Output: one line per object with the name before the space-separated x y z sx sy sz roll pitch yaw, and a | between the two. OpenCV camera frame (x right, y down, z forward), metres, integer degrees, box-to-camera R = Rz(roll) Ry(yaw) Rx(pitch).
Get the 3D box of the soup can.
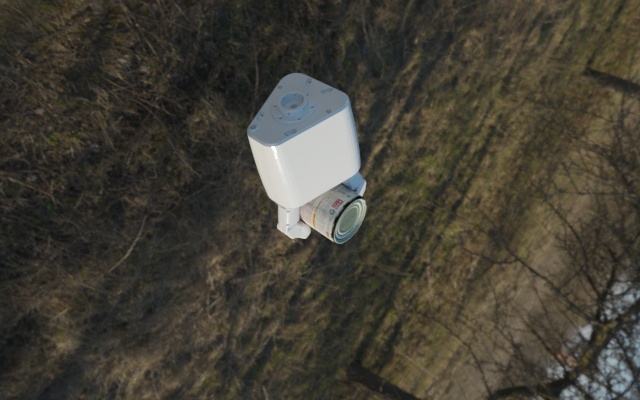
soup can | 0.000 0.003 0.615 0.102 0.068 0.068 32 17 29
